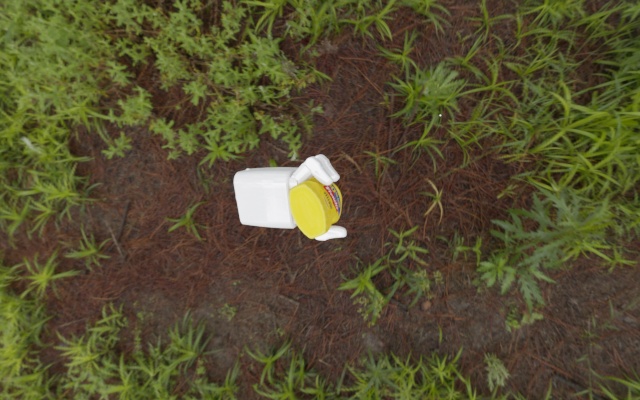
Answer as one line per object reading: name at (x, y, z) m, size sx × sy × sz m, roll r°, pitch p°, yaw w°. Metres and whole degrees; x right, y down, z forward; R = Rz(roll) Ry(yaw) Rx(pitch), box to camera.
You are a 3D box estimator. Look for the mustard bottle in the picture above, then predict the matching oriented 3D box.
mustard bottle at (0.000, 0.003, 0.892) m, size 0.058 × 0.096 × 0.191 m, roll -23°, pitch 4°, yaw 17°
